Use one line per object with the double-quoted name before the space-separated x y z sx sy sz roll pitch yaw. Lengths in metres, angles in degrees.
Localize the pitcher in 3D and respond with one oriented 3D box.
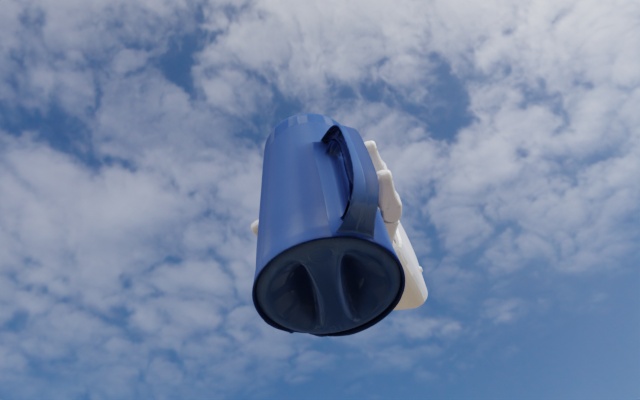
"pitcher" 0.000 0.002 0.495 0.149 0.145 0.242 -26 37 13
